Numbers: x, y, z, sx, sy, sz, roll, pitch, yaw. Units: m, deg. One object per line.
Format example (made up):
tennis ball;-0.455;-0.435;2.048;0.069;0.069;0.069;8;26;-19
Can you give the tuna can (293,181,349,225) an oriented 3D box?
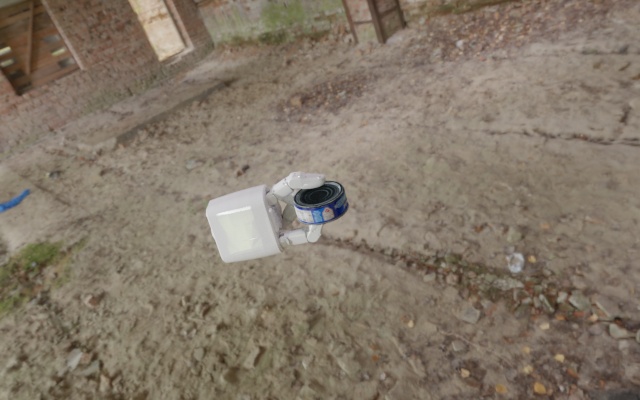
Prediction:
tuna can;0.000;0.002;0.763;0.086;0.034;0.086;-12;28;7
